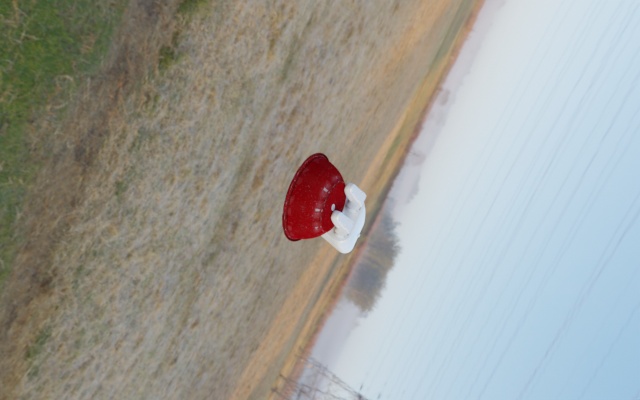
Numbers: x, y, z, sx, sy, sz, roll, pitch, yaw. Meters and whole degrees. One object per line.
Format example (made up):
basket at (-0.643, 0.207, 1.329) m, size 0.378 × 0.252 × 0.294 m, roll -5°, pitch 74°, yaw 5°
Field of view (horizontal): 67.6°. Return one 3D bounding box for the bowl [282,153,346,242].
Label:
bowl at (0.000, 0.003, 0.816) m, size 0.055 × 0.162 × 0.162 m, roll 20°, pitch 8°, yaw 24°
